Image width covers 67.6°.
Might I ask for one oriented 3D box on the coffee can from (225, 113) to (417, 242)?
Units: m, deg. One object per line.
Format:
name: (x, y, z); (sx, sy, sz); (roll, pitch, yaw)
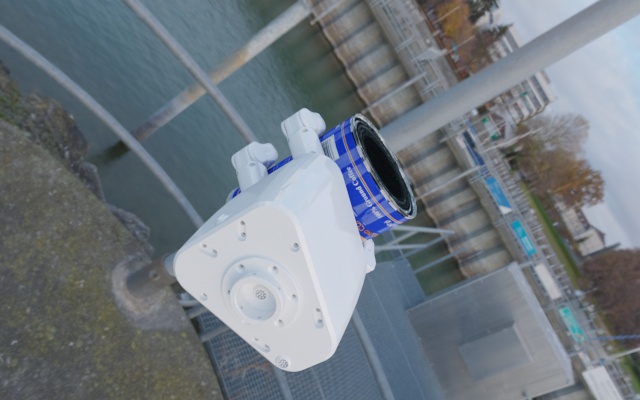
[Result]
coffee can: (0.000, 0.001, 0.433); (0.140, 0.103, 0.103); (-30, -12, 21)
